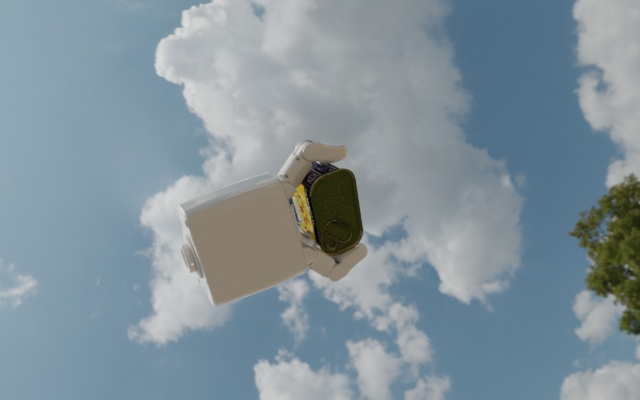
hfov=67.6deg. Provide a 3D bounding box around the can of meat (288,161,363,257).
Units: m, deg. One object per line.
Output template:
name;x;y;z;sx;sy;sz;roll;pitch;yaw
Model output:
can of meat;0.000;0.002;0.564;0.057;0.102;0.084;-23;29;-22
